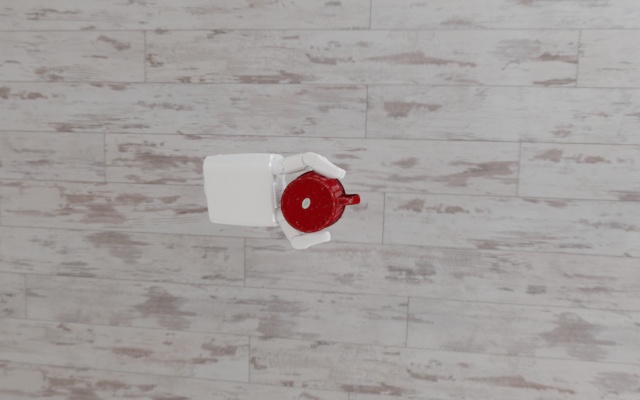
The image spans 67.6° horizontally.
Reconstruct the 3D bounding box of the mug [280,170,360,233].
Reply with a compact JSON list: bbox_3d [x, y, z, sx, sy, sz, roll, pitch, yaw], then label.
[{"bbox_3d":[0.002,0.002,0.703,0.117,0.093,0.081,-1,6,9],"label":"mug"}]
